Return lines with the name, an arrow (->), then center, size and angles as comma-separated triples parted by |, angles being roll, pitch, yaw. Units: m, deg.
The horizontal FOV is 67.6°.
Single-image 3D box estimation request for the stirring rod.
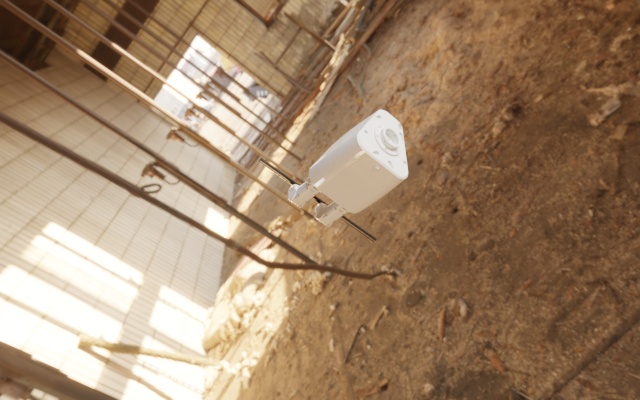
stirring rod -> 0.000, 0.003, 0.776 | 0.239, 0.011, 0.011 | 35, -13, -19
